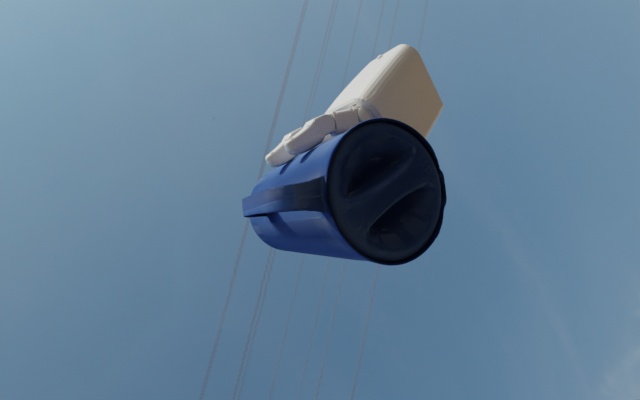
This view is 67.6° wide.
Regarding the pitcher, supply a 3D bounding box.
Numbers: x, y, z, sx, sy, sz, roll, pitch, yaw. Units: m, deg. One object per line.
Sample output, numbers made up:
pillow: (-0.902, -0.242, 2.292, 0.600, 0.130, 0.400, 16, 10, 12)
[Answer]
pitcher: (0.000, 0.002, 0.522, 0.149, 0.145, 0.243, 43, -23, -18)
